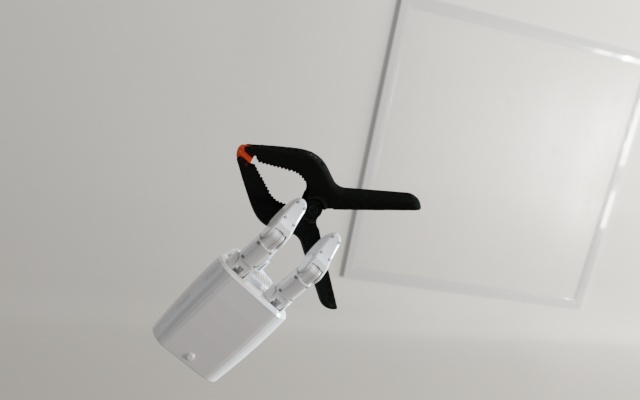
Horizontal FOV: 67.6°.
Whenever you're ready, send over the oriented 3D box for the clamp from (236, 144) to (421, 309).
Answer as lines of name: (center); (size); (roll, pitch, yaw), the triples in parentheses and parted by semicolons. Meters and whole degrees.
clamp: (-0.001, 0.001, 0.530); (0.210, 0.164, 0.036); (45, 1, -15)
